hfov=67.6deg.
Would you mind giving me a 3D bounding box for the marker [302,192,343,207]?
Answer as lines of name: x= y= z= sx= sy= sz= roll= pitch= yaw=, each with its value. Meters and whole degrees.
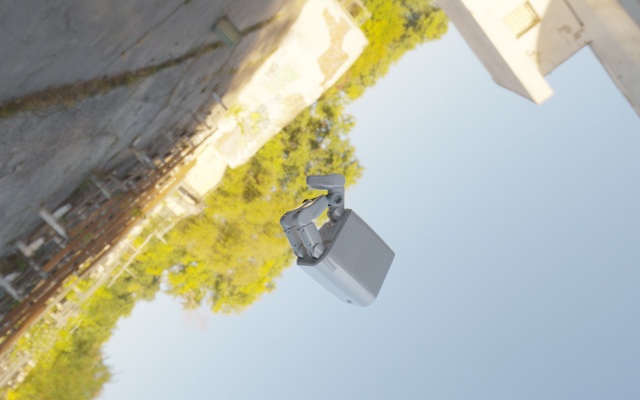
marker: x=0.000 y=0.002 z=0.725 sx=0.020 sy=0.020 sz=0.121 roll=0 pitch=-5 yaw=-24
